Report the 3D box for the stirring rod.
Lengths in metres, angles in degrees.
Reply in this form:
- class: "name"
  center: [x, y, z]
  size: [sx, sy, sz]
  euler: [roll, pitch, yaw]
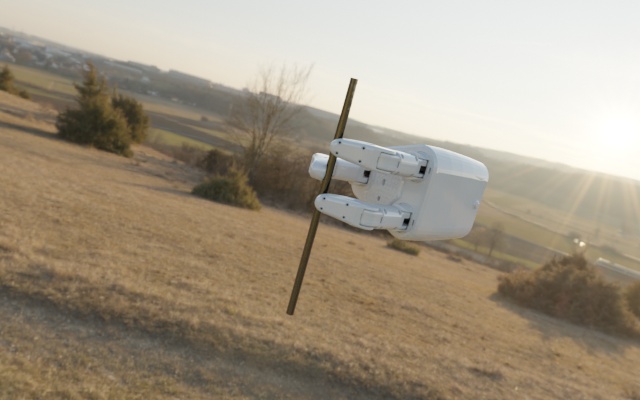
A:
- class: "stirring rod"
  center: [0.000, 0.002, 0.463]
  size: [0.011, 0.239, 0.011]
  euler: [15, 12, -3]
